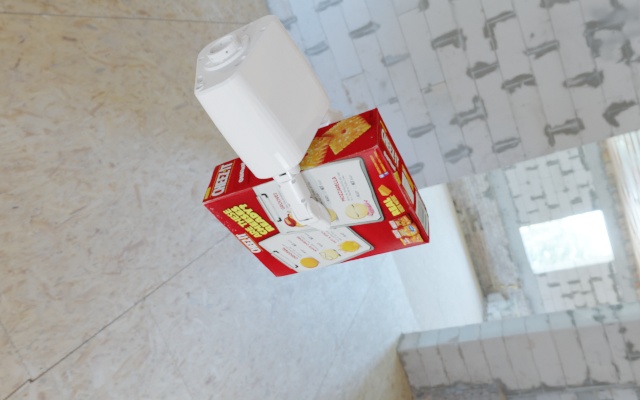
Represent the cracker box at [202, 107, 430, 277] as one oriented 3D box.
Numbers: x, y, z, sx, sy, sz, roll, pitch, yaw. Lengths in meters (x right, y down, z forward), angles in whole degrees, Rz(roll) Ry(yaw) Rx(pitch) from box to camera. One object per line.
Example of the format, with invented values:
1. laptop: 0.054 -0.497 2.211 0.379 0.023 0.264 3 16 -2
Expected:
1. cracker box: 0.000 0.002 0.562 0.214 0.072 0.164 -16 -47 24
